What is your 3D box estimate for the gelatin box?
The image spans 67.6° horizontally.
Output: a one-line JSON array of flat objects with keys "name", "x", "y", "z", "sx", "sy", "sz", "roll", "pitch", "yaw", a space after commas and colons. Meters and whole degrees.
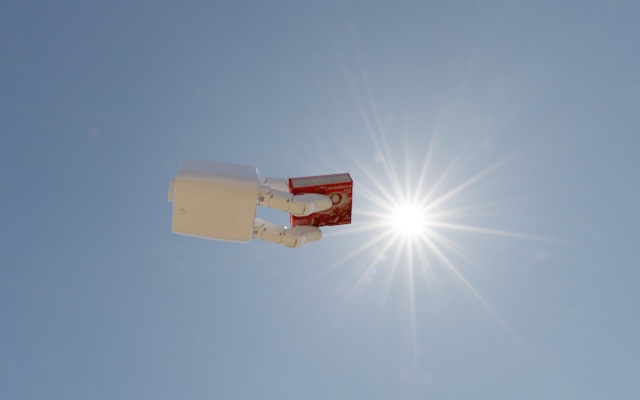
[{"name": "gelatin box", "x": 0.000, "y": 0.002, "z": 0.677, "sx": 0.089, "sy": 0.073, "sz": 0.030, "roll": -6, "pitch": 34, "yaw": -9}]
